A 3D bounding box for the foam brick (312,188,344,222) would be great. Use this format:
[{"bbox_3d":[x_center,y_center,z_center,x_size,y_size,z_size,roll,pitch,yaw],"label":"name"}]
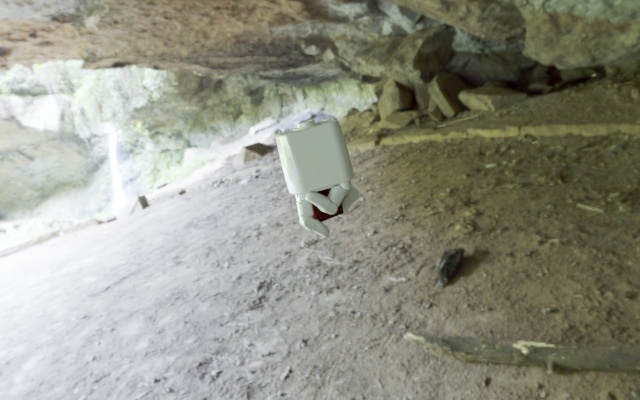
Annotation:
[{"bbox_3d":[0.000,0.003,0.886,0.053,0.051,0.078,-20,14,-21],"label":"foam brick"}]
